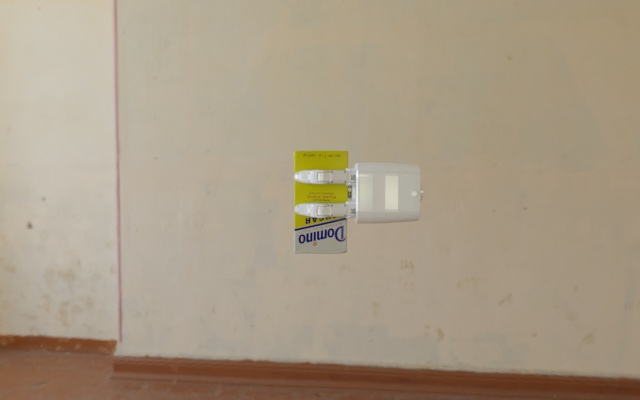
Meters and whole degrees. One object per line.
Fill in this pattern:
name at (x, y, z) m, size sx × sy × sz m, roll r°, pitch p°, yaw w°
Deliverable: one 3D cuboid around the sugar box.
sugar box at (0.000, 0.003, 0.820) m, size 0.093 × 0.176 × 0.048 m, roll -1°, pitch 4°, yaw -2°
